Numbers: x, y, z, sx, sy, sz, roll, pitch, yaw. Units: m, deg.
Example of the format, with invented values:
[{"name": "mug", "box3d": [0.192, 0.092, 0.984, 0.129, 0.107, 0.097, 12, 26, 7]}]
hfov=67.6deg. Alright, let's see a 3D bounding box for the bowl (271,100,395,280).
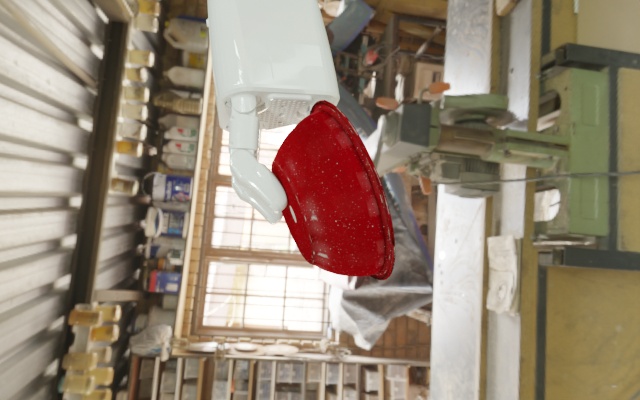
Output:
[{"name": "bowl", "box3d": [0.000, 0.003, 0.403, 0.055, 0.162, 0.162, -21, 5, -14]}]
